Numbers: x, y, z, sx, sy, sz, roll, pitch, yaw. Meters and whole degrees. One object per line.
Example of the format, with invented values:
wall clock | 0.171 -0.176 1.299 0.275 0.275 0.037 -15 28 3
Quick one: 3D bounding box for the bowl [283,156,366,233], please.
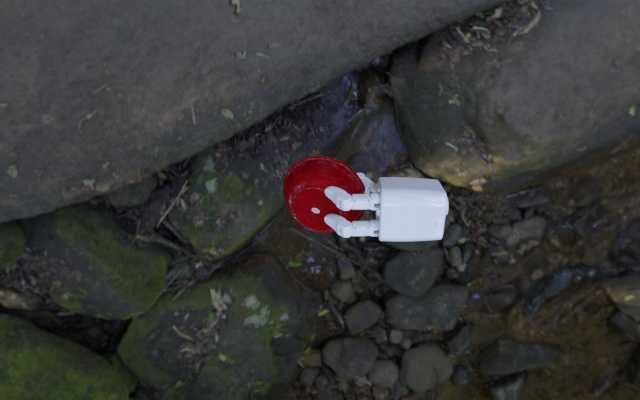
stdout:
bowl | -0.001 0.003 0.864 0.162 0.162 0.055 0 31 19
